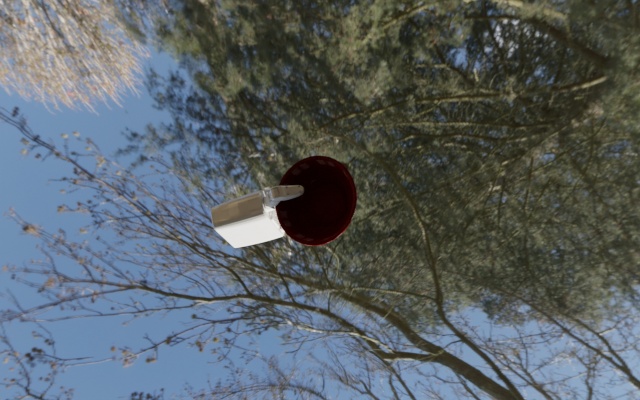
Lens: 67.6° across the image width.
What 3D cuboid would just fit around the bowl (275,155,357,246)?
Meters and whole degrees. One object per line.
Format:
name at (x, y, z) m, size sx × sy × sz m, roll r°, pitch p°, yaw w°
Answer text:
bowl at (0.002, 0.003, 0.864) m, size 0.162 × 0.162 × 0.055 m, roll 0°, pitch -8°, yaw 27°
